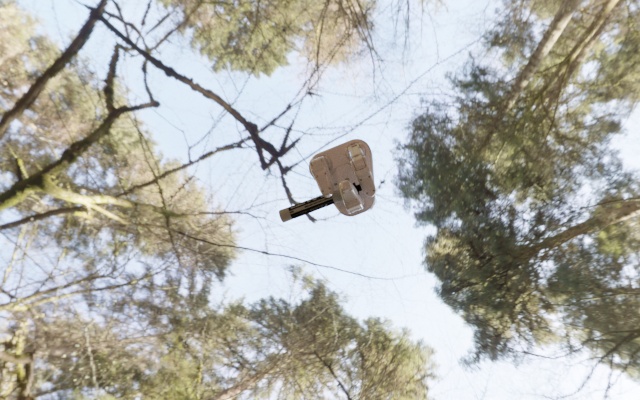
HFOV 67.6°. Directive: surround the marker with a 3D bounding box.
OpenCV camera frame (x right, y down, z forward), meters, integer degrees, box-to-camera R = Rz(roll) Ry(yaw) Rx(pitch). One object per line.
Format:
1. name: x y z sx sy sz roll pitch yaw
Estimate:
1. marker: 0.000 0.002 0.671 0.121 0.020 0.020 -20 -3 7
